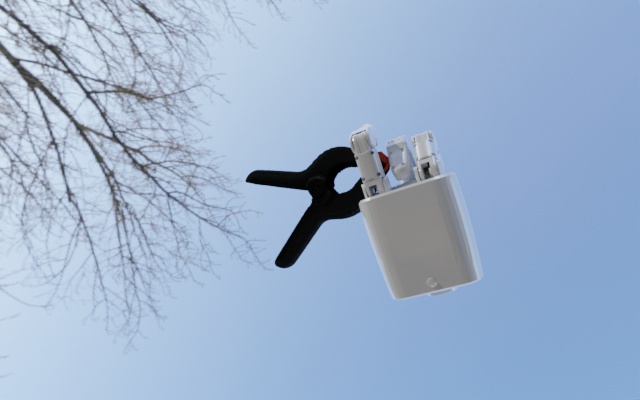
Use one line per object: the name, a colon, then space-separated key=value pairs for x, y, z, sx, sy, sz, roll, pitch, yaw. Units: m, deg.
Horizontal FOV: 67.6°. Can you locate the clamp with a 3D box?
clamp: x=0.000 y=0.002 z=0.528 sx=0.171 sy=0.120 sz=0.039 roll=-18 pitch=-7 yaw=23
